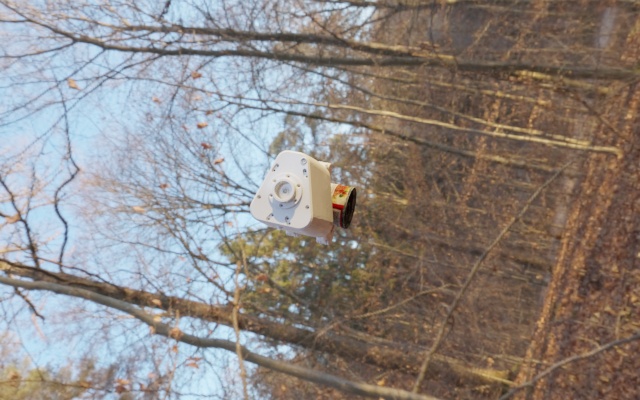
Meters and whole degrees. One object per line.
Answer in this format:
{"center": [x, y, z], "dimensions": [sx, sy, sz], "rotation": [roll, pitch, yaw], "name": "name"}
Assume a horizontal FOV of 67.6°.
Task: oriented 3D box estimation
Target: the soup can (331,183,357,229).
{"center": [0.000, 0.002, 0.773], "dimensions": [0.102, 0.068, 0.068], "rotation": [12, 3, 16], "name": "soup can"}
